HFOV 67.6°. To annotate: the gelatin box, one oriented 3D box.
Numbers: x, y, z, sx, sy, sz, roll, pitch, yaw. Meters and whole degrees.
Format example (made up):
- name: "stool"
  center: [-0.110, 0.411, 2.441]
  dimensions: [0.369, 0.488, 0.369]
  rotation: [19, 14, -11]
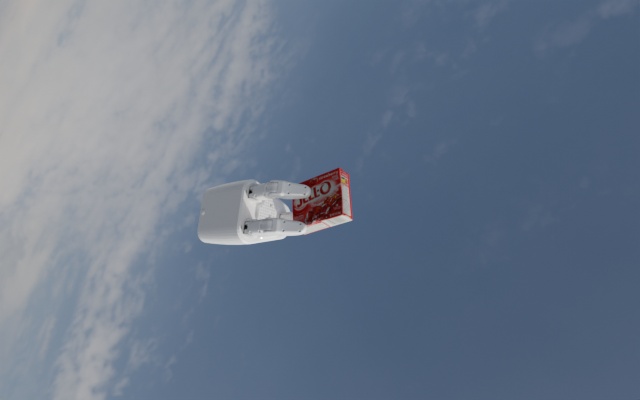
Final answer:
- name: "gelatin box"
  center: [0.001, 0.002, 0.685]
  dimensions: [0.089, 0.073, 0.030]
  rotation: [-19, -29, 31]
